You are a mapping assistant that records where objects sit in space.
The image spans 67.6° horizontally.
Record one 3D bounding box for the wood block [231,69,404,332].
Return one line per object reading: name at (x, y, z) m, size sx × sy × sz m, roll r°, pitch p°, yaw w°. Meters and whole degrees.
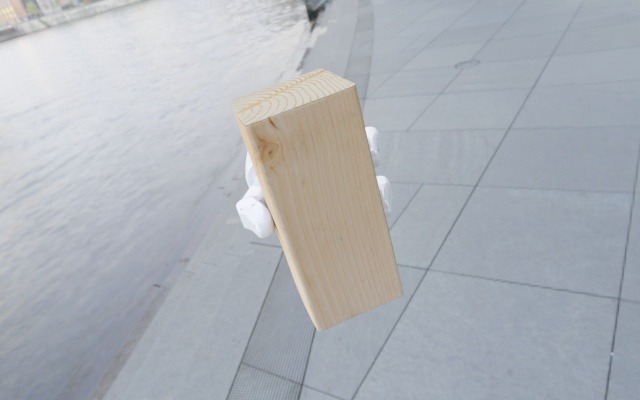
wood block at (0.000, 0.001, 0.431) m, size 0.091 × 0.206 × 0.090 m, roll -22°, pitch 28°, yaw -8°
